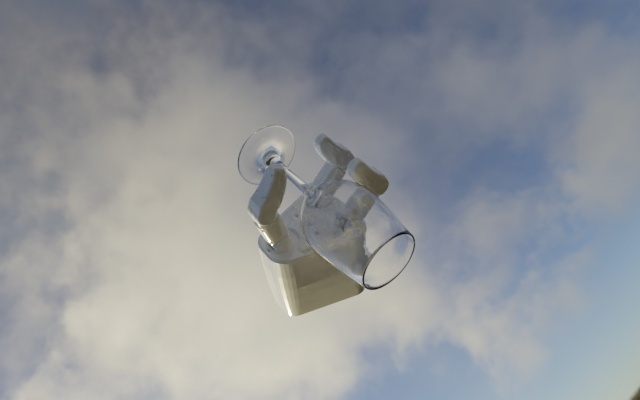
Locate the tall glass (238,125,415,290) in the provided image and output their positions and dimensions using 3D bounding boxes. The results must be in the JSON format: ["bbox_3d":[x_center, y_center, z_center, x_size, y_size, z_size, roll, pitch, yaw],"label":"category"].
[{"bbox_3d":[0.000,0.001,0.470,0.079,0.079,0.201,0,31,-44],"label":"tall glass"}]
